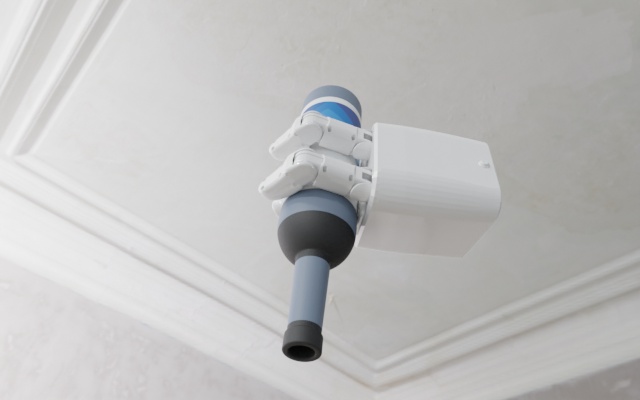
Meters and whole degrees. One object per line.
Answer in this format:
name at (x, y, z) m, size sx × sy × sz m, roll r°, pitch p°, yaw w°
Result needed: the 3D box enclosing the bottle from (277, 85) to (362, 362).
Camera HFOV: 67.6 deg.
bottle at (0.000, 0.001, 0.427) m, size 0.069 × 0.069 × 0.295 m, roll 0°, pitch 43°, yaw 7°
